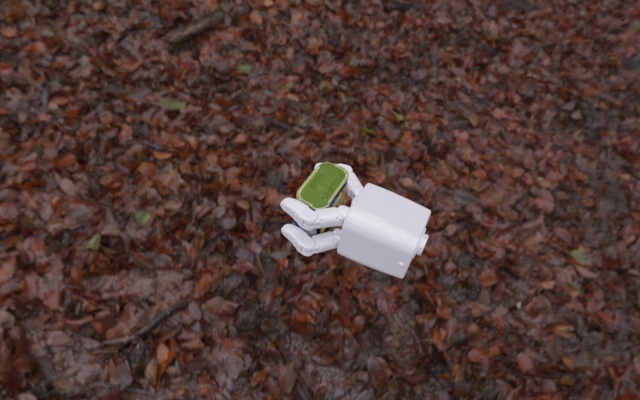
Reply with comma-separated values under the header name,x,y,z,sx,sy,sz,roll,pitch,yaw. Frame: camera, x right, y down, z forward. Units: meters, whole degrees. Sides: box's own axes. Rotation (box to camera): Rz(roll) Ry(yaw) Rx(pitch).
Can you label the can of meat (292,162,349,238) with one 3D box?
name,x,y,z,sx,sy,sz,roll,pitch,yaw
can of meat,0.000,0.002,0.733,0.057,0.084,0.102,25,51,13
